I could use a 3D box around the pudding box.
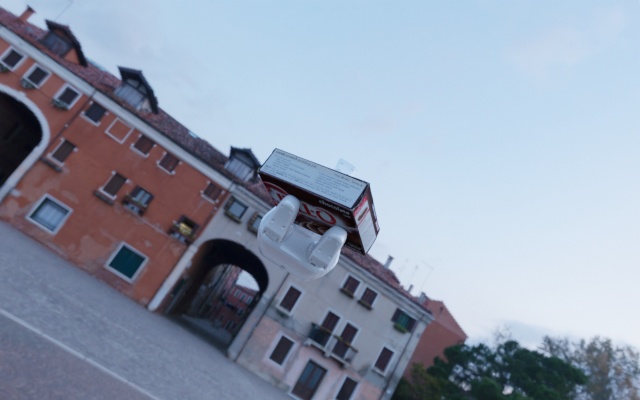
[{"bbox_3d":[0.000,0.001,0.483,0.113,0.039,0.090,21,-25,26],"label":"pudding box"}]
